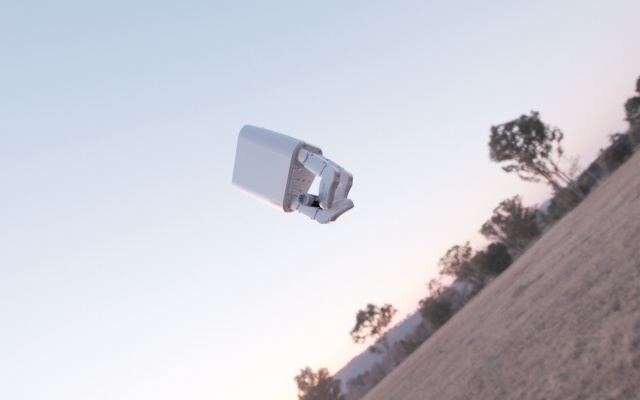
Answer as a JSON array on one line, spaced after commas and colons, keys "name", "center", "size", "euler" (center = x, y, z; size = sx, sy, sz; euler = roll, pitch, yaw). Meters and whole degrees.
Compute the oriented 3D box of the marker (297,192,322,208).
[{"name": "marker", "center": [0.000, 0.002, 0.700], "size": [0.020, 0.020, 0.121], "euler": [0, -4, 23]}]
